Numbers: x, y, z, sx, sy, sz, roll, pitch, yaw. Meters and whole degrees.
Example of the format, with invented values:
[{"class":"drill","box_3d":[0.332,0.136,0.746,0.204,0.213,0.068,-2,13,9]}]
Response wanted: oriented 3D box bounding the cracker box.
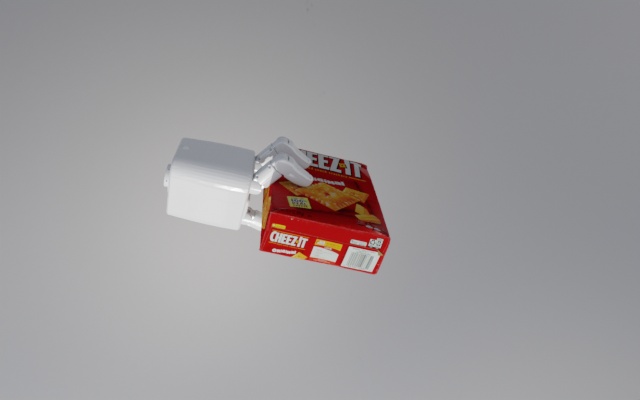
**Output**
[{"class":"cracker box","box_3d":[0.000,0.003,0.697,0.164,0.072,0.213,13,29,-12]}]
